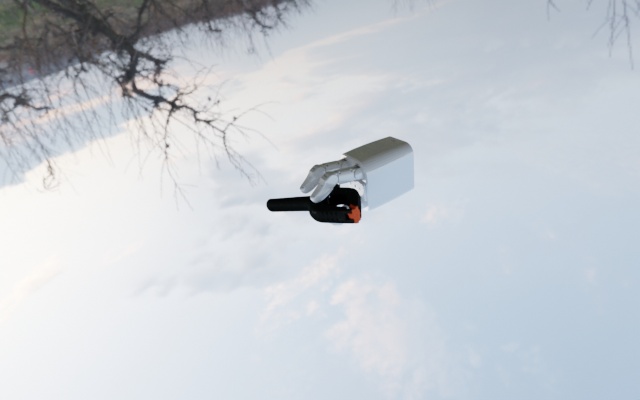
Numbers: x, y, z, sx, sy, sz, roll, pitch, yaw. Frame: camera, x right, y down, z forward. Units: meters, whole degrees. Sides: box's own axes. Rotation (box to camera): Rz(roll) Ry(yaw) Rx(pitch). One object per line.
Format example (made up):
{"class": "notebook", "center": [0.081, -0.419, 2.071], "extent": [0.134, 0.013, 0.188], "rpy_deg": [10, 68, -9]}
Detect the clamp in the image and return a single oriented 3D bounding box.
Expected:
{"class": "clamp", "center": [0.001, 0.004, 0.858], "extent": [0.164, 0.036, 0.210], "rpy_deg": [-25, 25, -14]}
